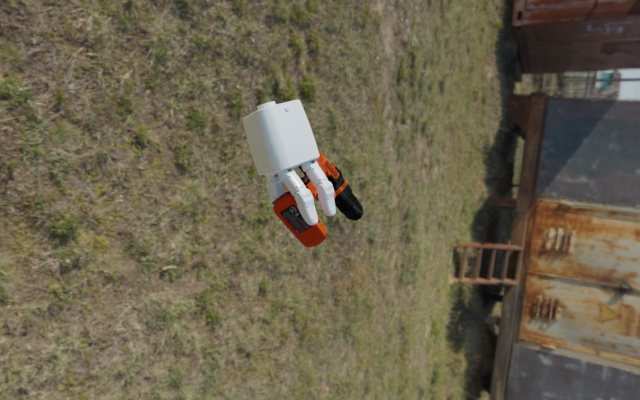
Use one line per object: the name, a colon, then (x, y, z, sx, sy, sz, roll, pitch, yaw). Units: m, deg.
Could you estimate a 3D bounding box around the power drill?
power drill: (0.000, 0.003, 0.884, 0.057, 0.184, 0.187, -34, 15, 32)
